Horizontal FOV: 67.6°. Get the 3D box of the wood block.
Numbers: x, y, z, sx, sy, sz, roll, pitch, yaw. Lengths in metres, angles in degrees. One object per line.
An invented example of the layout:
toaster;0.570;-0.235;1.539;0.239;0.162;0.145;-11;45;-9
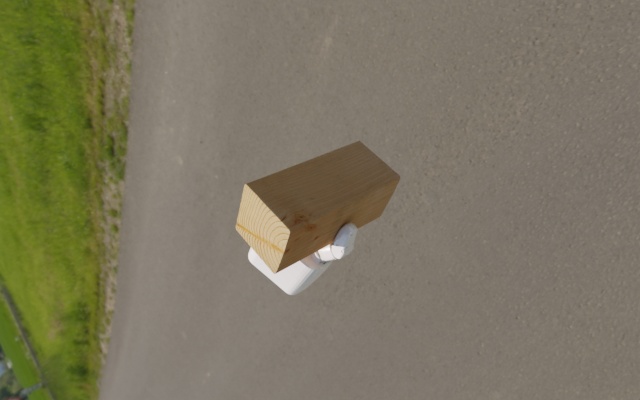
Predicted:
wood block;0.000;0.003;0.652;0.206;0.090;0.090;-25;60;-38
